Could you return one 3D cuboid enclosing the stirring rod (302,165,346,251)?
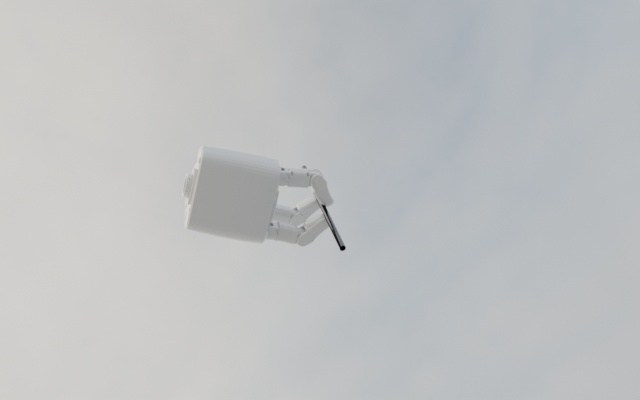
[{"bbox_3d":[0.000,0.002,0.693,0.011,0.011,0.239,0,28,-15],"label":"stirring rod"}]
